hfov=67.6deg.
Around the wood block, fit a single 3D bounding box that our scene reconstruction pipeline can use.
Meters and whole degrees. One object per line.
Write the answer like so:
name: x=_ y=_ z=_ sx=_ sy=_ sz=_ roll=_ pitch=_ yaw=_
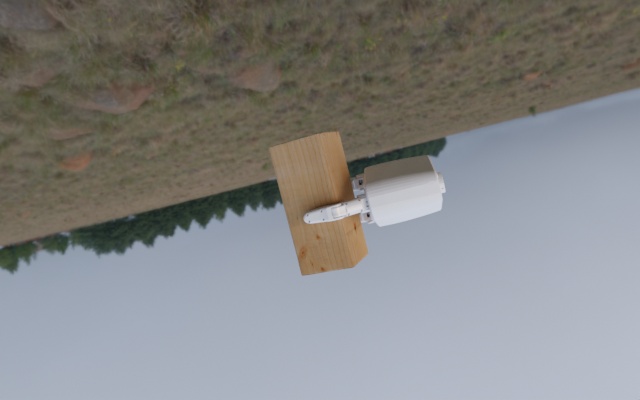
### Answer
wood block: x=0.000 y=0.003 z=0.757 sx=0.090 sy=0.206 sz=0.091 roll=-13 pitch=4 yaw=23
